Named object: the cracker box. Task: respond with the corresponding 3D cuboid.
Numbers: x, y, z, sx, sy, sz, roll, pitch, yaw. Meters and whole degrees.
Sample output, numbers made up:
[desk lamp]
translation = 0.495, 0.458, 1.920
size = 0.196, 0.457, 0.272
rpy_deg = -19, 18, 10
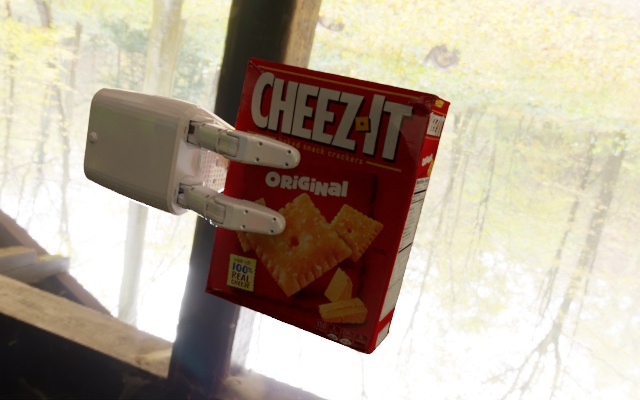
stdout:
[cracker box]
translation = 0.000, 0.001, 0.412
size = 0.164, 0.214, 0.072
rpy_deg = 17, 12, 20
